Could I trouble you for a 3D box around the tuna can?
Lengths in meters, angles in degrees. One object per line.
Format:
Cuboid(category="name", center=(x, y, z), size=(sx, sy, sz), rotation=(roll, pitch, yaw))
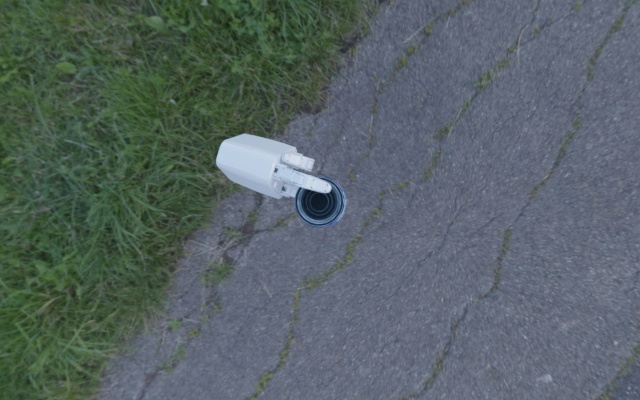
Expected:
Cuboid(category="tuna can", center=(0.000, 0.003, 0.802), size=(0.086, 0.086, 0.034), rotation=(0, -2, 9))
